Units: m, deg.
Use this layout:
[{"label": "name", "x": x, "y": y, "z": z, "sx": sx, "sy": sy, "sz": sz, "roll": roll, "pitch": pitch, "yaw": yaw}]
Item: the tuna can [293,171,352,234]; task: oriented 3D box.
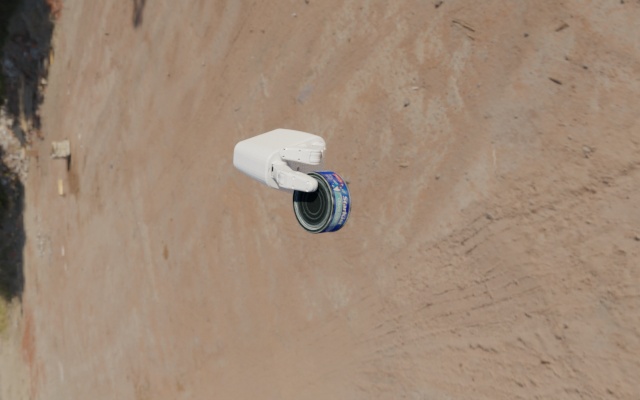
[{"label": "tuna can", "x": 0.000, "y": 0.002, "z": 0.650, "sx": 0.034, "sy": 0.086, "sz": 0.086, "roll": -4, "pitch": 2, "yaw": -42}]
